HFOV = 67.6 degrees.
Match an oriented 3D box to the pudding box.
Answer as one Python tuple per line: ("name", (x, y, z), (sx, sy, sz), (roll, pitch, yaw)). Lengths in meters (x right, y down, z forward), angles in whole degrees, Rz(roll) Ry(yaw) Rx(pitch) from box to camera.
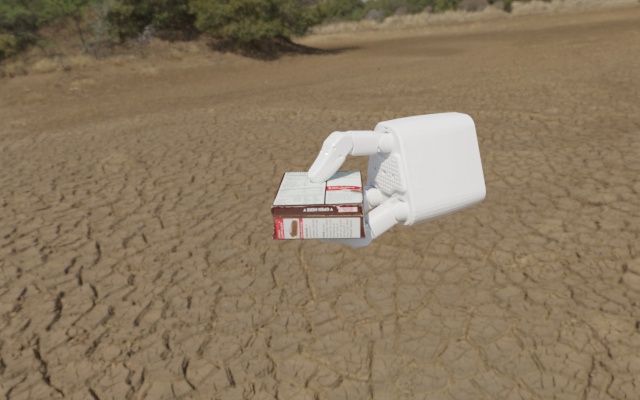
("pudding box", (0.000, 0.001, 0.493), (0.090, 0.039, 0.113), (-2, 19, 4))
